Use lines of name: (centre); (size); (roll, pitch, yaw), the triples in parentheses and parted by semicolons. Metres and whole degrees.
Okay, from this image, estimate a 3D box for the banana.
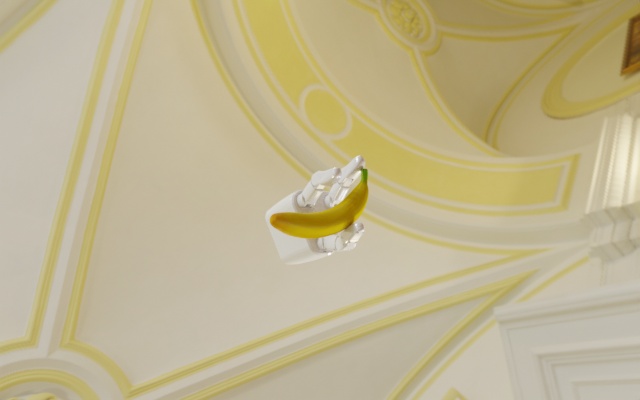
banana: (0.011, 0.018, 0.703); (0.197, 0.069, 0.037); (-28, 3, -38)
